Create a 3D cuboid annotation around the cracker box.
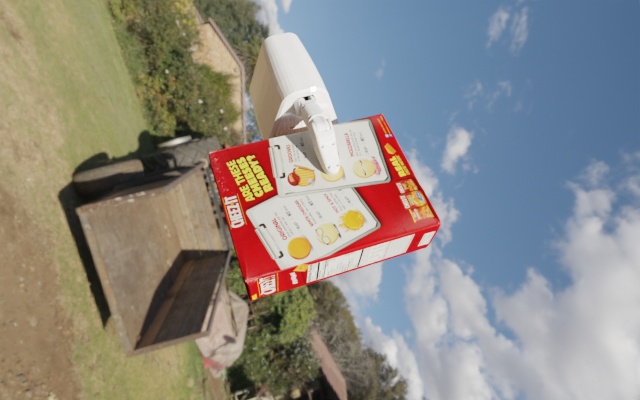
[{"bbox_3d":[0.000,0.002,0.541,0.213,0.164,0.072,-15,-30,-12],"label":"cracker box"}]
